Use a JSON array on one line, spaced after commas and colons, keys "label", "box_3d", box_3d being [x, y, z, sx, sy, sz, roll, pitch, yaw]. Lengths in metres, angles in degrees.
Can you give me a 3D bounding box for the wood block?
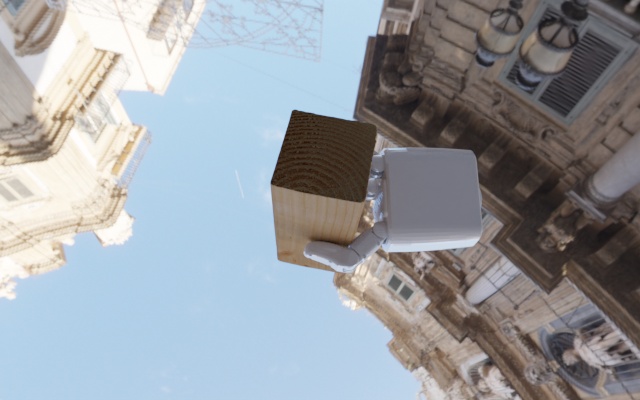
[{"label": "wood block", "box_3d": [0.000, 0.002, 0.542, 0.090, 0.090, 0.206, 11, -27, 3]}]
